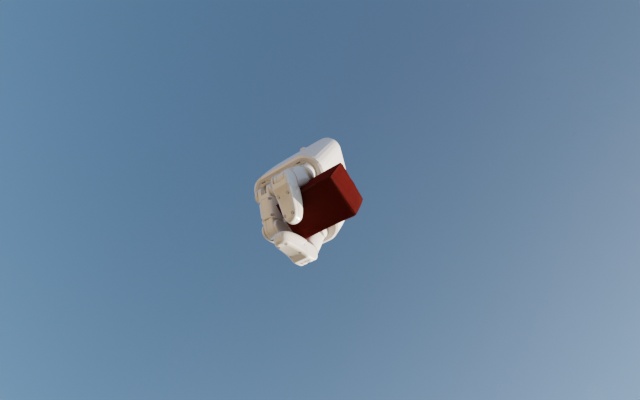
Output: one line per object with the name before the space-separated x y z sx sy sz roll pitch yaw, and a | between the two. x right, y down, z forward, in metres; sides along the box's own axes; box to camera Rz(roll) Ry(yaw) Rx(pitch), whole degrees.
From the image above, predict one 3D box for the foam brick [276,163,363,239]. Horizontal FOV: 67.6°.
foam brick | 0.000 0.002 0.539 0.078 0.053 0.051 -27 11 25
